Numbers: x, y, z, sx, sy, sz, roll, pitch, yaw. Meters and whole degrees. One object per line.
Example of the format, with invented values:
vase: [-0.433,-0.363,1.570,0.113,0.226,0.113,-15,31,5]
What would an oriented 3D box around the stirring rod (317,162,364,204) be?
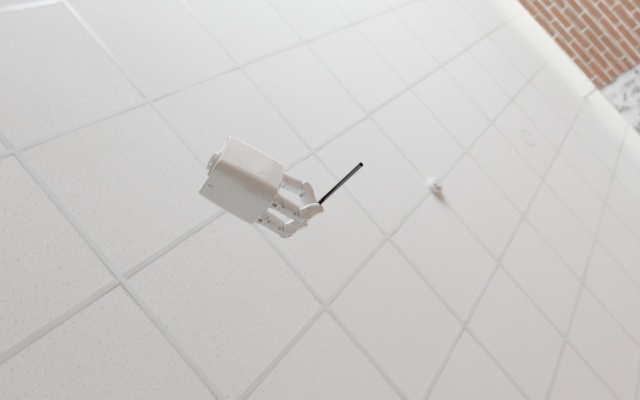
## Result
stirring rod: [0.000,0.003,0.809,0.011,0.011,0.240,0,-29,-36]
